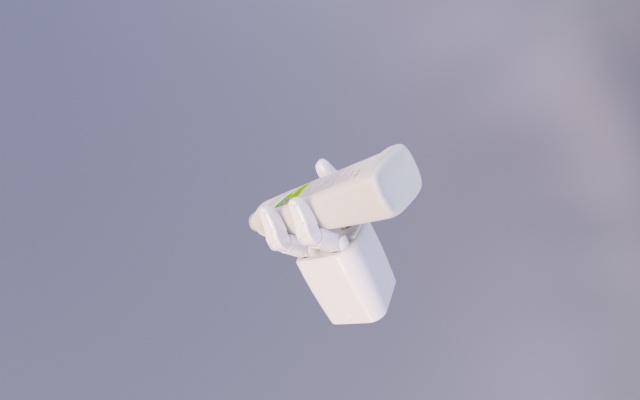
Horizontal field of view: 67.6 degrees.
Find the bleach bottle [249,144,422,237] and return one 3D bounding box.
[{"bbox_3d":[0.000,0.002,0.626,0.251,0.068,0.102,-16,17,42],"label":"bleach bottle"}]
